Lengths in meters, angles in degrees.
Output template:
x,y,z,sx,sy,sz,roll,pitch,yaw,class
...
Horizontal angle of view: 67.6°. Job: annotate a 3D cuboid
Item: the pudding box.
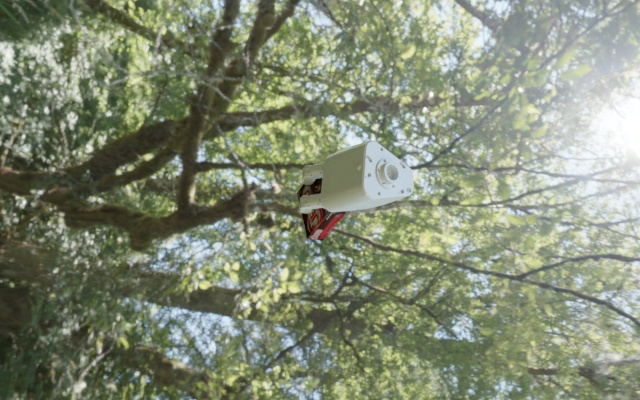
x,y,z,sx,sy,sz,roll,pitch,yaw,class
0.000,0.003,0.868,0.039,0.113,0.090,13,-46,-29,pudding box
